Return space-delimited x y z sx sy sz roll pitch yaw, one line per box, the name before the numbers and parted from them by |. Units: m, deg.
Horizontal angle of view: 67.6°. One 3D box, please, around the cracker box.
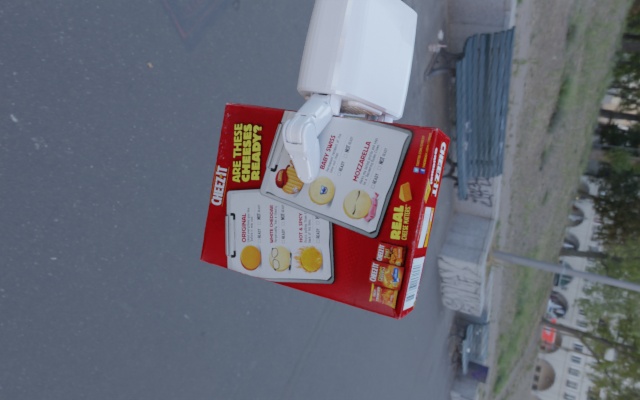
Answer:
cracker box | 0.000 0.002 0.461 0.213 0.164 0.072 11 3 25
